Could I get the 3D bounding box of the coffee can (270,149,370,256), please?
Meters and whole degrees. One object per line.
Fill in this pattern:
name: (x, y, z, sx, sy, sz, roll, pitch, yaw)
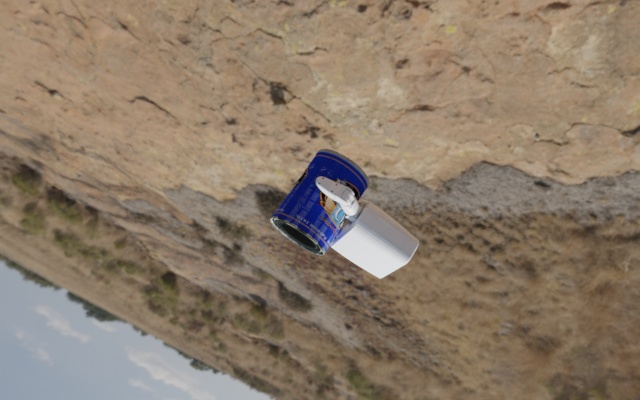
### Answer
coffee can: (0.000, 0.002, 0.771, 0.103, 0.140, 0.103, 31, -17, 11)
